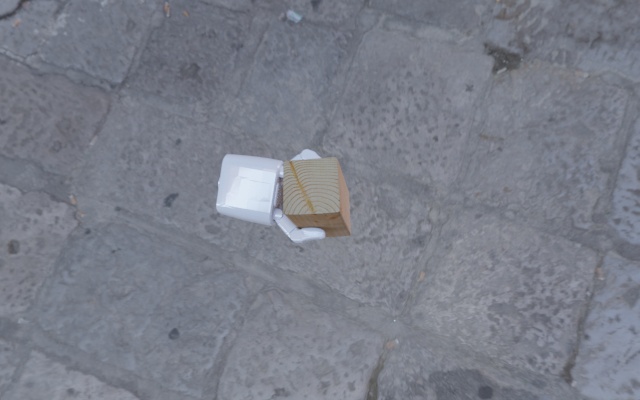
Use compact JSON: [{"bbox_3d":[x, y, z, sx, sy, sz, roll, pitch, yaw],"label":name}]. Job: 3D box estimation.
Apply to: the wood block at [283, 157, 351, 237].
[{"bbox_3d":[0.000,0.003,0.838,0.090,0.090,0.206,-3,-14,8],"label":"wood block"}]
